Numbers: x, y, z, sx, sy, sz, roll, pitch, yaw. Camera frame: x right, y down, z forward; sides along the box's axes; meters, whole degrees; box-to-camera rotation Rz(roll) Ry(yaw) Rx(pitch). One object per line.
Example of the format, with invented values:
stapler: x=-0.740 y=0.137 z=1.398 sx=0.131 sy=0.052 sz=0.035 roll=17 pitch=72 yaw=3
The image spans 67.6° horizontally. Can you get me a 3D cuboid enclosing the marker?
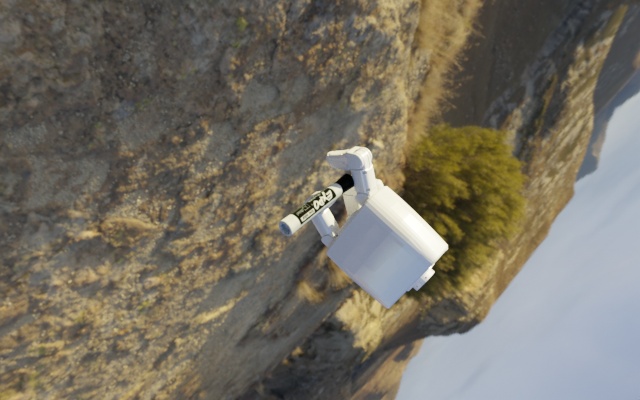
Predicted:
marker: x=0.000 y=0.002 z=0.540 sx=0.020 sy=0.020 sz=0.121 roll=0 pitch=28 yaw=45
